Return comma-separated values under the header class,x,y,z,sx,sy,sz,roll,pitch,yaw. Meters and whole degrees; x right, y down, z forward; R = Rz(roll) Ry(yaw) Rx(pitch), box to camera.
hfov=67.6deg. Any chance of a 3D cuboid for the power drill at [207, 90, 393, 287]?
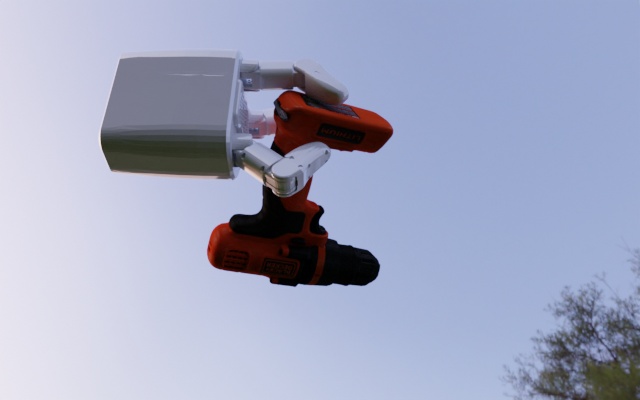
class,x,y,z,sx,sy,sz,roll,pitch,yaw
power drill,0.000,0.001,0.460,0.184,0.188,0.057,10,24,-23
